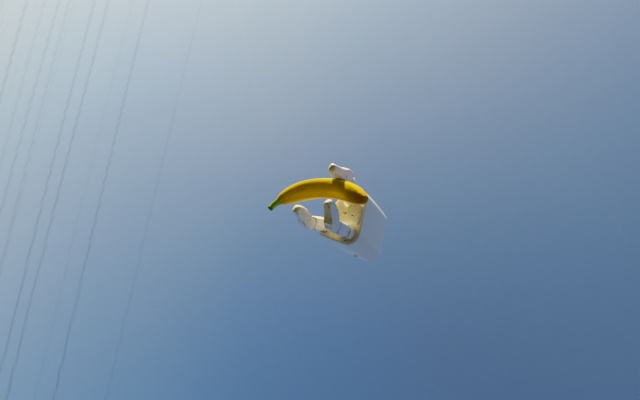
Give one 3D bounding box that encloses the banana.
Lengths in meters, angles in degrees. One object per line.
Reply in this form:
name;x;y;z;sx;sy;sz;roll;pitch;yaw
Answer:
banana;0.001;-0.012;0.872;0.198;0.069;0.037;-7;-40;27
